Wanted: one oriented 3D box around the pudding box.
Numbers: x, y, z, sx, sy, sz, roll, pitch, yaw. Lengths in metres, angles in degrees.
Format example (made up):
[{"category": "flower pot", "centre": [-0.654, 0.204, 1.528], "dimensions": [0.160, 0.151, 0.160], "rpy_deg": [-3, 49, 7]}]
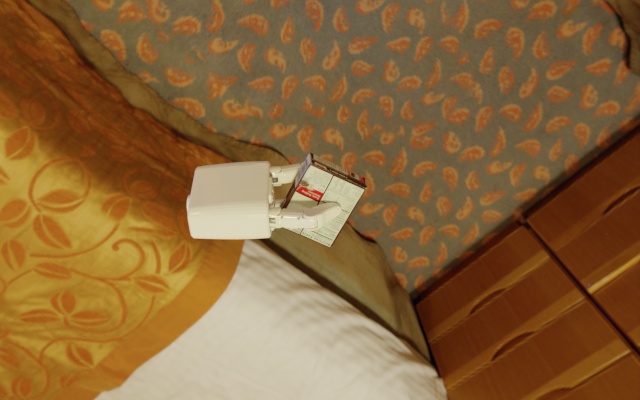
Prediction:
[{"category": "pudding box", "centre": [0.000, 0.002, 0.676], "dimensions": [0.090, 0.113, 0.039], "rpy_deg": [24, 26, -13]}]
